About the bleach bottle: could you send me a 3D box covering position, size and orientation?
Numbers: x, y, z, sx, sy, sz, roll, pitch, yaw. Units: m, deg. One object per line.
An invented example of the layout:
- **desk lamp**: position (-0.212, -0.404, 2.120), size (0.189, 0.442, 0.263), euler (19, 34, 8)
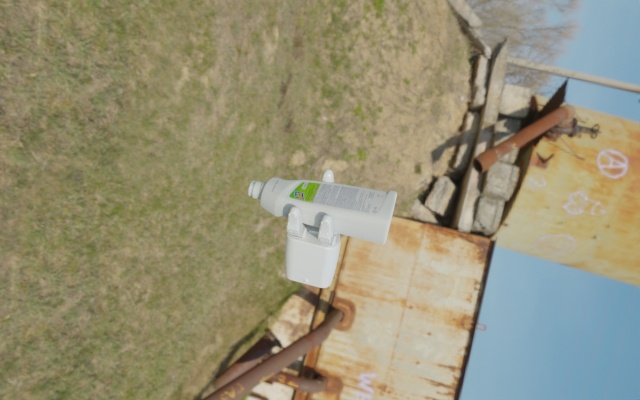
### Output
- **bleach bottle**: position (0.000, 0.003, 0.833), size (0.251, 0.068, 0.102), euler (14, 36, 8)
